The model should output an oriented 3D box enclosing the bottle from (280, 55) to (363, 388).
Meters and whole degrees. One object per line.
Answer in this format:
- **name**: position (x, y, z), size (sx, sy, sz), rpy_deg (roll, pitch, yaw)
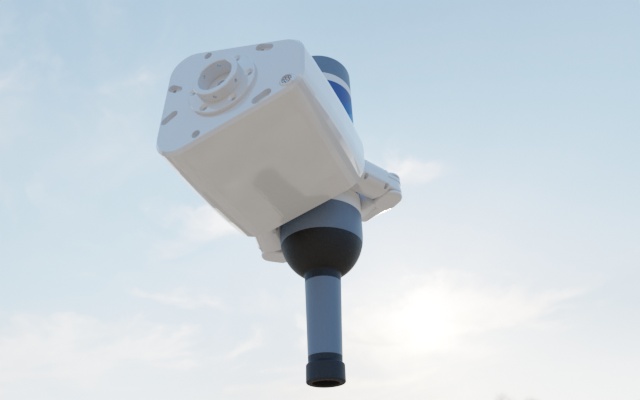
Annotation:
- **bottle**: position (0.000, 0.001, 0.403), size (0.069, 0.295, 0.069), rpy_deg (-1, -34, -1)
